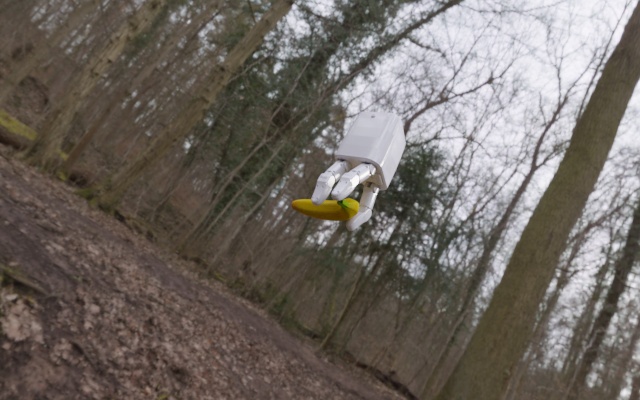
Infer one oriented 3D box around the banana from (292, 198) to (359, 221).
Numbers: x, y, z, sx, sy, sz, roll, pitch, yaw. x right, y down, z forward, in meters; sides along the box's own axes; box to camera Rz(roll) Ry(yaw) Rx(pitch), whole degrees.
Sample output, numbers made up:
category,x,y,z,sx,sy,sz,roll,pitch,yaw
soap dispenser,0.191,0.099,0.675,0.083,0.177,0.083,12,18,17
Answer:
category,x,y,z,sx,sy,sz,roll,pitch,yaw
banana,0.016,0.012,0.879,0.070,0.037,0.198,33,-18,-23
